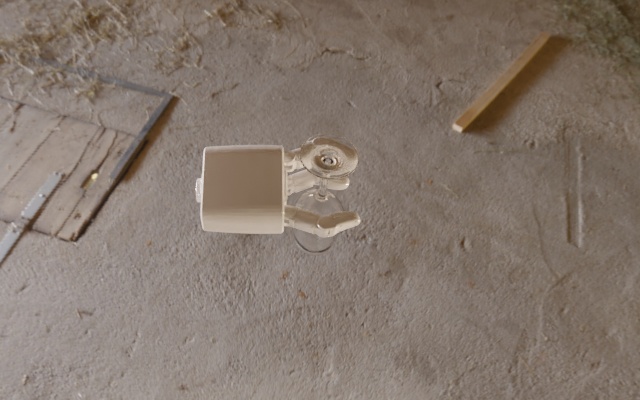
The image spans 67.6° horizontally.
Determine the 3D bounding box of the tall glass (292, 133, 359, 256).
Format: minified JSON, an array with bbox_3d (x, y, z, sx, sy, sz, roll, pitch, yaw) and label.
[{"bbox_3d":[0.000,0.002,0.667,0.079,0.079,0.201,0,-36,-7],"label":"tall glass"}]
